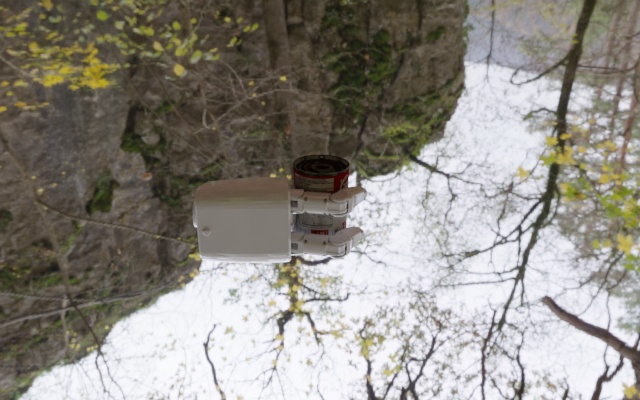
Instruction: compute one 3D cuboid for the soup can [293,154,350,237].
[{"bbox_3d":[0.001,0.002,0.590,0.068,0.102,0.068,1,24,0],"label":"soup can"}]
